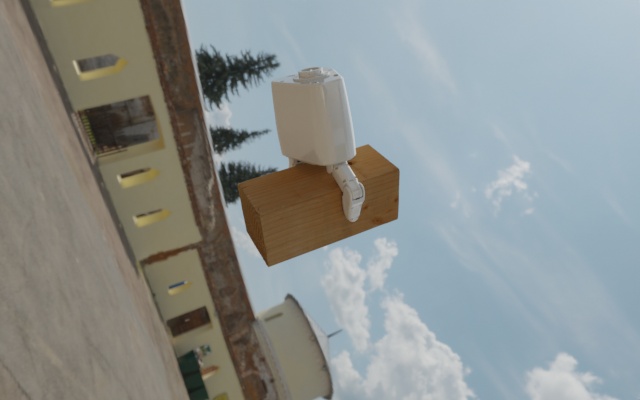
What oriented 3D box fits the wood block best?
[{"bbox_3d":[0.000,0.002,0.675,0.206,0.090,0.090,-19,38,-19],"label":"wood block"}]
